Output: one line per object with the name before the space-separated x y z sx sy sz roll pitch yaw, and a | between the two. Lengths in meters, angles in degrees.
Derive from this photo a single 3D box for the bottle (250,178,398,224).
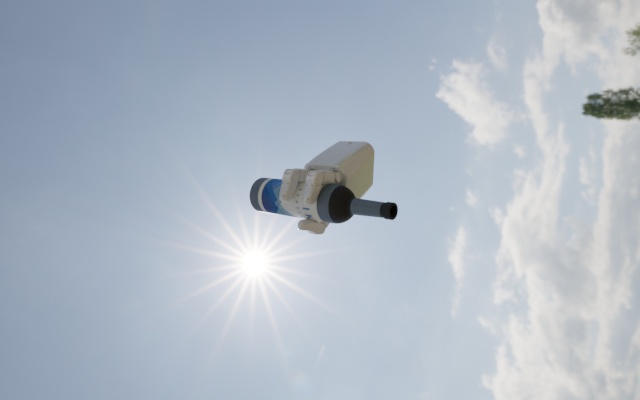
bottle | 0.000 0.003 0.832 0.295 0.069 0.069 7 4 39
